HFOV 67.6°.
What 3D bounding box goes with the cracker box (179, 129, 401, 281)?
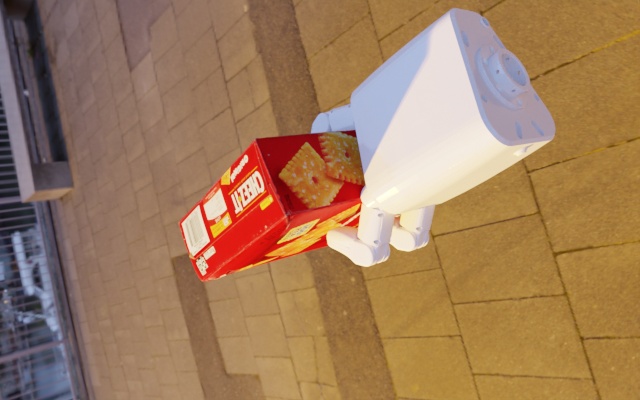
[{"bbox_3d":[0.000,0.001,0.452,0.213,0.072,0.164,-11,-17,-41],"label":"cracker box"}]
